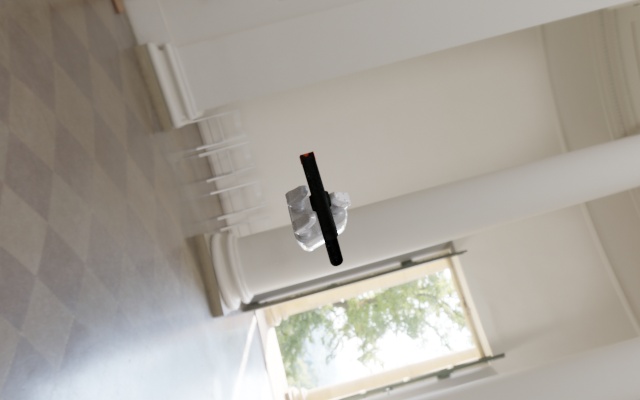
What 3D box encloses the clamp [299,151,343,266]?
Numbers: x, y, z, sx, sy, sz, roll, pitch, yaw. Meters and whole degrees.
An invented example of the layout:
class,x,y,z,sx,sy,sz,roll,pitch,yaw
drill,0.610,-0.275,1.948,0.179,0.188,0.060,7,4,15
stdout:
class,x,y,z,sx,sy,sz,roll,pitch,yaw
clamp,0.001,0.002,0.839,0.036,0.210,0.165,-15,-17,-2
